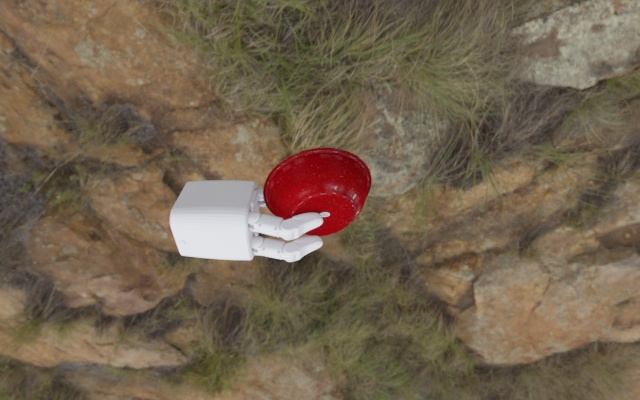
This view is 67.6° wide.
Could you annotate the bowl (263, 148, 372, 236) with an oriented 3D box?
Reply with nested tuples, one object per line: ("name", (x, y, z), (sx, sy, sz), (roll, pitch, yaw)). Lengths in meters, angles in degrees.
("bowl", (0.001, 0.002, 0.684), (0.162, 0.055, 0.162), (-7, -42, -6))
